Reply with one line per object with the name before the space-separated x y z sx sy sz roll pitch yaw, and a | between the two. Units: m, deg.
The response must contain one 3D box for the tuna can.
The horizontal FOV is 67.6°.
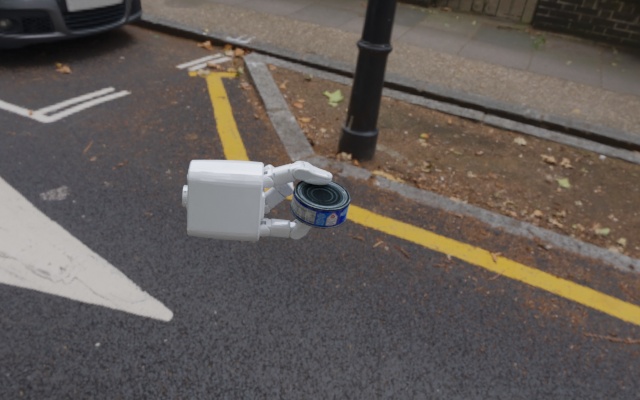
tuna can | 0.000 0.002 0.700 0.086 0.034 0.086 9 34 -6
